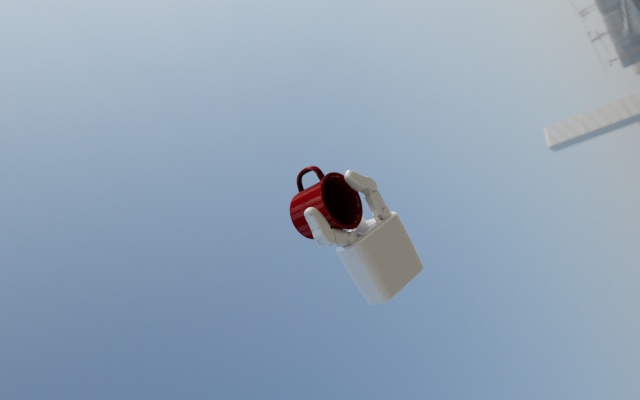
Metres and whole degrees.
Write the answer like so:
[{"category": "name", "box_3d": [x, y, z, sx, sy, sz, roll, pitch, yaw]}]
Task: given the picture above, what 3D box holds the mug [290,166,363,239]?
[{"category": "mug", "box_3d": [-0.001, 0.001, 0.749, 0.081, 0.117, 0.093, -25, 6, 40]}]
